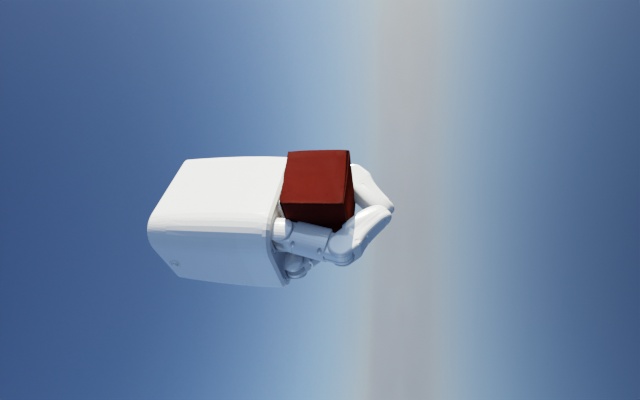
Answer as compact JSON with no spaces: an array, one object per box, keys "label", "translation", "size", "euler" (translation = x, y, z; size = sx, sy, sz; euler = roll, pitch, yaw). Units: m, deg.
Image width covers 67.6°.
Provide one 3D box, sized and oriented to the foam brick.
[{"label":"foam brick","translation":[0.000,0.001,0.400],"size":[0.051,0.053,0.078],"euler":[2,-33,10]}]
